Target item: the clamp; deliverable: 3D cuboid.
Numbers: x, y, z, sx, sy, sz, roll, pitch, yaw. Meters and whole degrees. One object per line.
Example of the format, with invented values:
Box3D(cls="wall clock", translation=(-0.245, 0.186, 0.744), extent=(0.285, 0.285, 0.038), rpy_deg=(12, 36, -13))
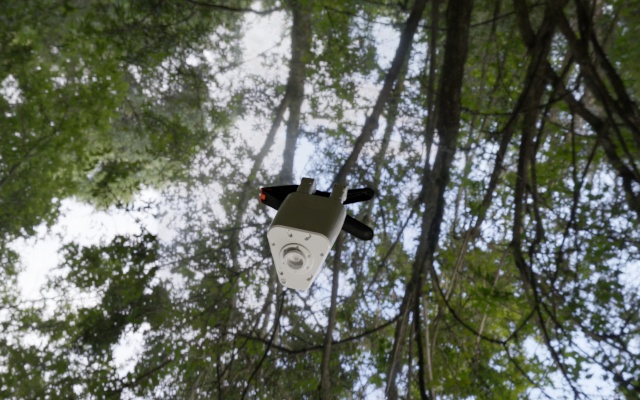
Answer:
Box3D(cls="clamp", translation=(-0.001, 0.003, 0.845), extent=(0.210, 0.036, 0.164), rpy_deg=(13, 27, 8))
